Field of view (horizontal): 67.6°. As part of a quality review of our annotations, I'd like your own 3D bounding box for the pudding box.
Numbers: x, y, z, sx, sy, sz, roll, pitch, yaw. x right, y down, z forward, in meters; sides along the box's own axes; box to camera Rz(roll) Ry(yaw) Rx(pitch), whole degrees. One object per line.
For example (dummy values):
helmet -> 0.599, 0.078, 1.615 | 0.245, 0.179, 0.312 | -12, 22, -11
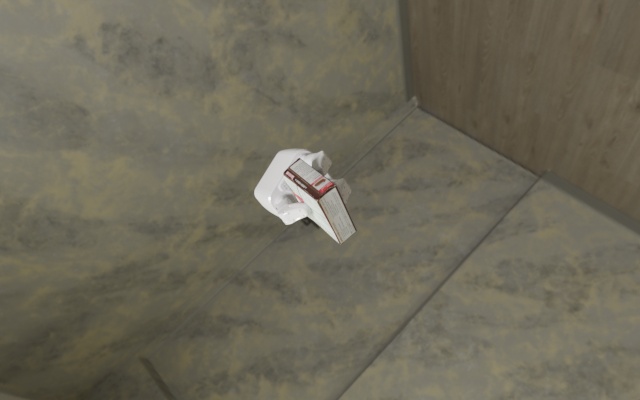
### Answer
pudding box -> 0.000, 0.002, 0.700 | 0.090, 0.039, 0.114 | 38, -15, 40
